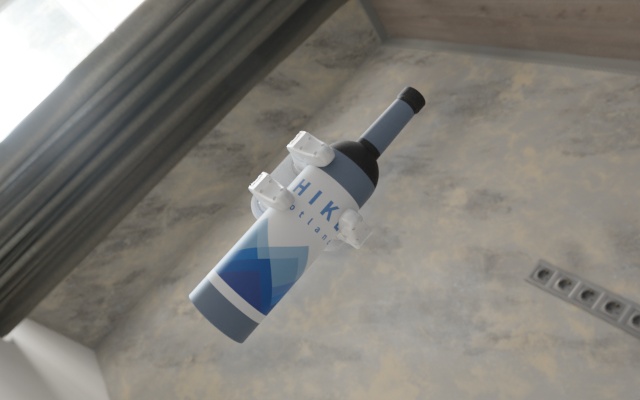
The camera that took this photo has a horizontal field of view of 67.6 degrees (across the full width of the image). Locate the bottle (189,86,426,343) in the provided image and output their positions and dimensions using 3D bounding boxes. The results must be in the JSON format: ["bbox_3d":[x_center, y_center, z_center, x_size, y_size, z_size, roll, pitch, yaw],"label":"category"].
[{"bbox_3d":[0.000,0.002,0.464,0.069,0.295,0.069,40,-9,8],"label":"bottle"}]
